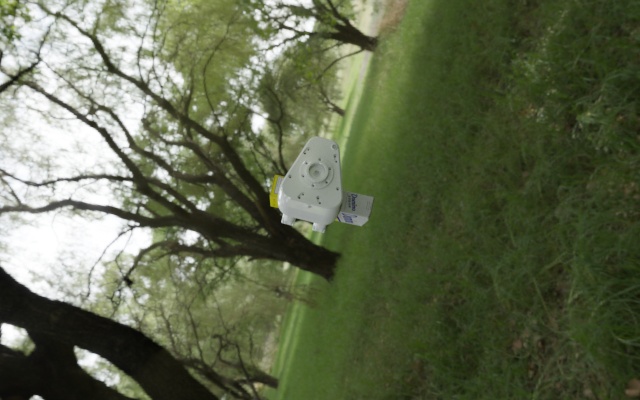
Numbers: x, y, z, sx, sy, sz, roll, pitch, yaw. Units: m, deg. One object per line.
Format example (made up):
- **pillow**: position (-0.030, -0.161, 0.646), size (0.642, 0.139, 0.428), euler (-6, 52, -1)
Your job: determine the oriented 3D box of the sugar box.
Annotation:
- **sugar box**: position (0.000, 0.003, 0.853), size (0.176, 0.048, 0.093), euler (15, -13, -1)
